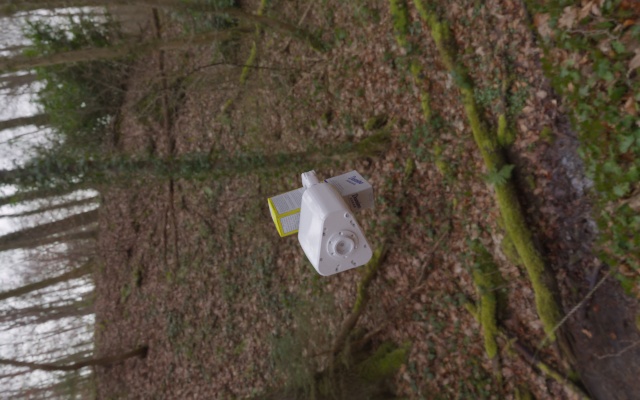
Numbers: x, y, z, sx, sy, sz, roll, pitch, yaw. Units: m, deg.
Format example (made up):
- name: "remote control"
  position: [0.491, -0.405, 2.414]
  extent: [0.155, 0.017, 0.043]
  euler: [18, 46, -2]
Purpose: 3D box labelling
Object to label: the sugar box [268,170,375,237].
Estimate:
- name: "sugar box"
  position: [0.000, 0.003, 0.850]
  extent: [0.176, 0.048, 0.093]
  euler: [-16, 26, -10]
